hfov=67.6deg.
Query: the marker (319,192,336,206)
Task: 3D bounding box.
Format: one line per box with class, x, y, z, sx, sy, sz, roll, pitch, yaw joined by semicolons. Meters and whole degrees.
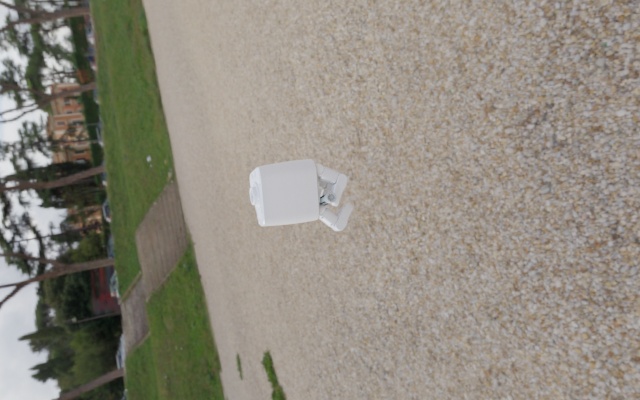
marker;0.000;0.003;0.897;0.020;0.020;0.121;0;-8;-19
